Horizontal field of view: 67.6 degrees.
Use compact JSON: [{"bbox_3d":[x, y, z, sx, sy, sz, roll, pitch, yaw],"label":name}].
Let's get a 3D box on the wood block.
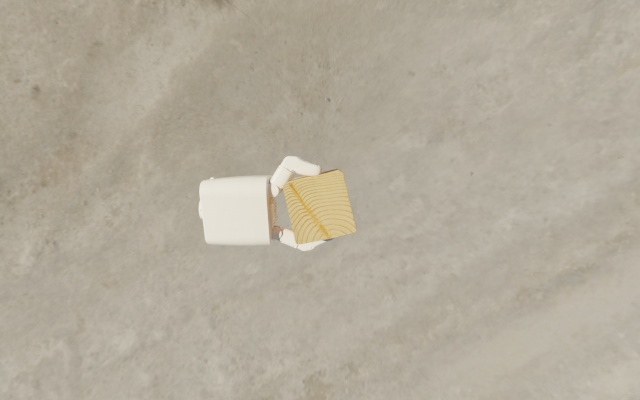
[{"bbox_3d":[0.000,0.003,0.770,0.090,0.091,0.206,-12,5,2],"label":"wood block"}]
